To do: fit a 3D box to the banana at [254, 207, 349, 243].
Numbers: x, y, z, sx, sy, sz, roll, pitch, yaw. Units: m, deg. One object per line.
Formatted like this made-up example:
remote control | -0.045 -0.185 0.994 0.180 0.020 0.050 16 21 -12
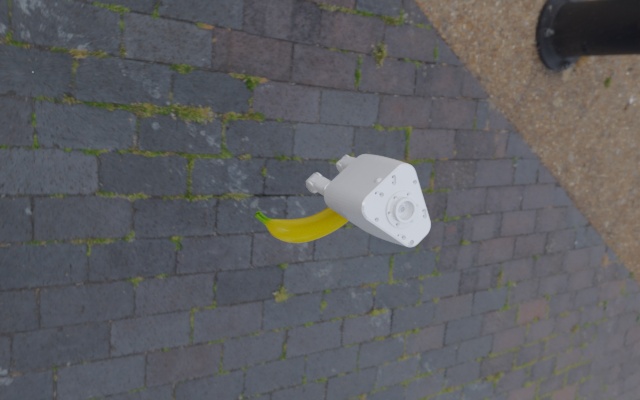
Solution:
banana | 0.002 0.021 0.744 0.198 0.069 0.037 -19 12 -16
